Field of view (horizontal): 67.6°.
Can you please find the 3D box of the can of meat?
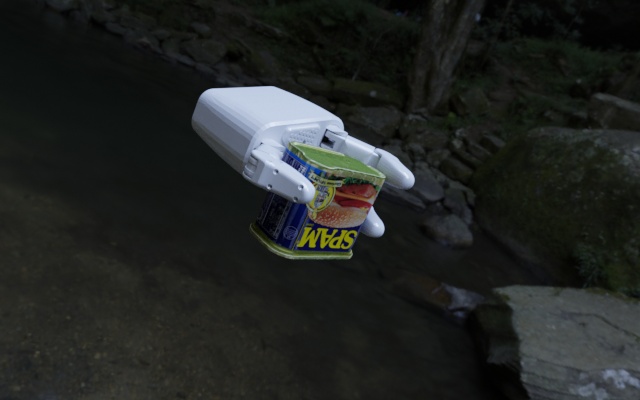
[{"bbox_3d":[0.000,0.001,0.419,0.102,0.084,0.057,8,22,-46],"label":"can of meat"}]
